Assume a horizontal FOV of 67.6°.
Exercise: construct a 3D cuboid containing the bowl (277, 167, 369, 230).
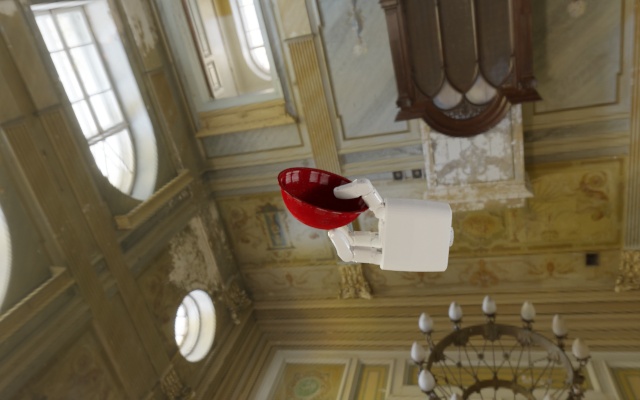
[{"bbox_3d":[-0.001,0.003,0.800,0.162,0.055,0.162,15,25,-7],"label":"bowl"}]
